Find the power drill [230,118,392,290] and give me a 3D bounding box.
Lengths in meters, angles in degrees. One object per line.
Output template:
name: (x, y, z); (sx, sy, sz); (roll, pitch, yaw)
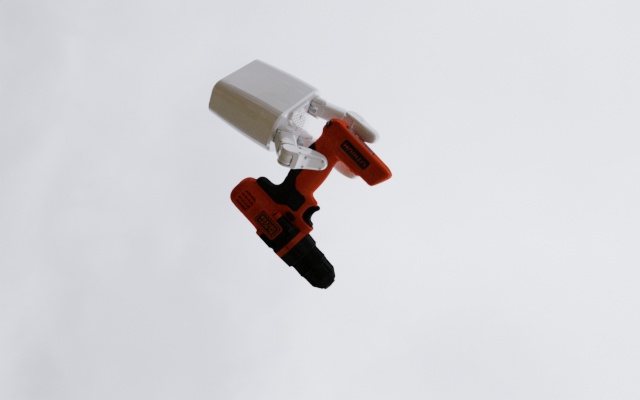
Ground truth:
power drill: (0.000, 0.002, 0.622); (0.188, 0.184, 0.057); (-42, 3, 12)
